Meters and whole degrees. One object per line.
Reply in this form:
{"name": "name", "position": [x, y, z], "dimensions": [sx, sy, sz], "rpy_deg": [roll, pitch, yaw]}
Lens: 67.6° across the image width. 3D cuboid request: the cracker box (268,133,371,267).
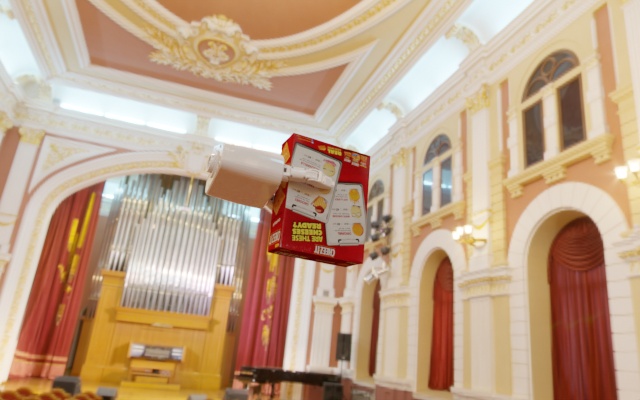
{"name": "cracker box", "position": [0.000, 0.003, 0.876], "dimensions": [0.164, 0.213, 0.072], "rpy_deg": [14, -20, -23]}
